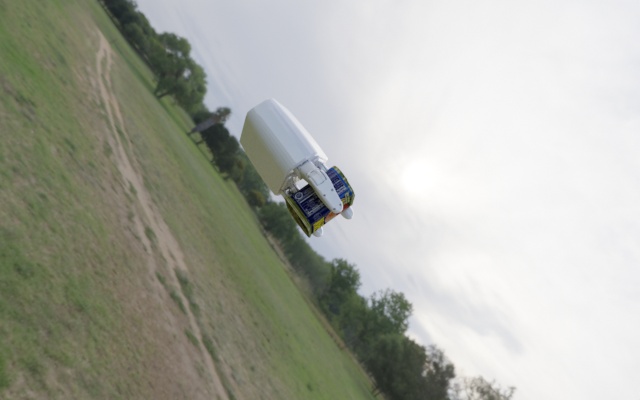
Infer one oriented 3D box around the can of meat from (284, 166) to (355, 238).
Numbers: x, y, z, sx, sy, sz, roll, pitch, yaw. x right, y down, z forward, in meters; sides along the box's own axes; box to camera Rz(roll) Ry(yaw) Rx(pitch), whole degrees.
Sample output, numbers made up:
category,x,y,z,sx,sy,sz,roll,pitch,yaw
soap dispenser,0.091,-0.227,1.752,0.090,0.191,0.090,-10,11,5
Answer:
category,x,y,z,sx,sy,sz,roll,pitch,yaw
can of meat,0.000,0.002,0.684,0.084,0.057,0.102,-35,-10,-8
